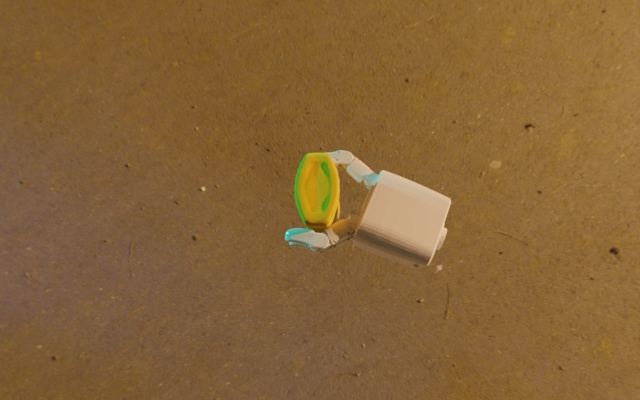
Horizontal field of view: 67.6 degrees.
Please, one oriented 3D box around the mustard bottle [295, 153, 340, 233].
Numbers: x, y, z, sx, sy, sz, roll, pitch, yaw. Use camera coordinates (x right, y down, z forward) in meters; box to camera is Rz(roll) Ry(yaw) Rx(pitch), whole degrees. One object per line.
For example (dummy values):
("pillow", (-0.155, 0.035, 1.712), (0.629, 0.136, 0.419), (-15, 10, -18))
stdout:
("mustard bottle", (0.000, 0.002, 0.696), (0.058, 0.096, 0.192), (-1, -12, 3))
